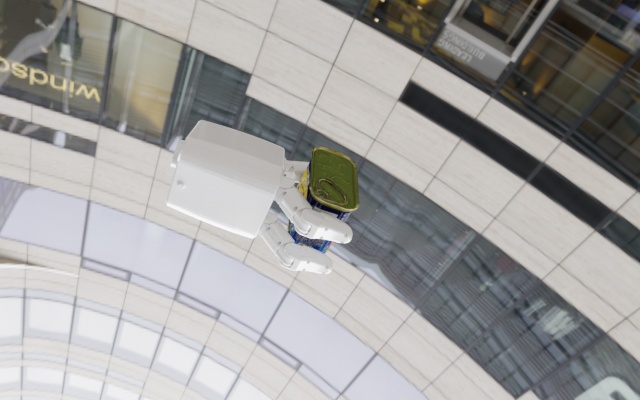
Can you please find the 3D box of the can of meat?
[{"bbox_3d":[0.000,0.002,0.554,0.057,0.084,0.102,19,37,-14],"label":"can of meat"}]
